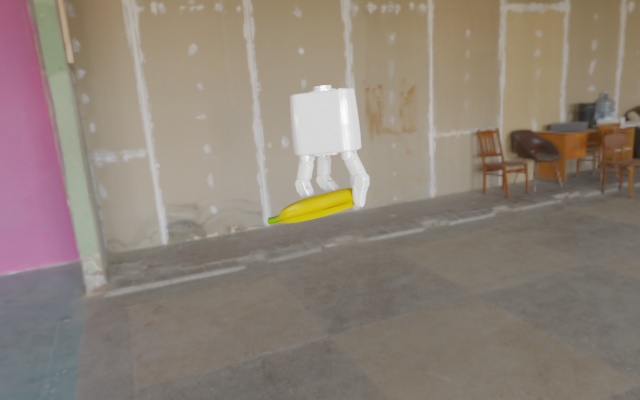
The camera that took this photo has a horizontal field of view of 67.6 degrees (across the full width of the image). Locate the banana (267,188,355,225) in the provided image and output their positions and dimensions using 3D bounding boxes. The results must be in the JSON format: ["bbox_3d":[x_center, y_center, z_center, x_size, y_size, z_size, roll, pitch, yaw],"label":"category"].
[{"bbox_3d":[0.007,0.005,0.832,0.198,0.037,0.069,-14,11,-30],"label":"banana"}]
